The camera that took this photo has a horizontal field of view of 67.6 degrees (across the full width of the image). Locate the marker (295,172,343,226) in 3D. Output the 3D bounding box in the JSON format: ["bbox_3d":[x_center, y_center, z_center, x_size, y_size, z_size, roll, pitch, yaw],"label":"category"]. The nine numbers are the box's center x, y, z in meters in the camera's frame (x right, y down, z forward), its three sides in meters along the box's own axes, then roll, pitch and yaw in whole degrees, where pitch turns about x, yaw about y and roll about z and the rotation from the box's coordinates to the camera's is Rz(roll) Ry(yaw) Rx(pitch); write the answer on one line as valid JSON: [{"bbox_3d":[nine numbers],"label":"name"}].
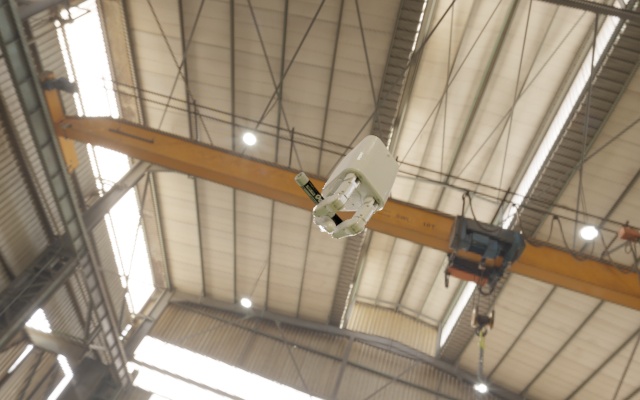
[{"bbox_3d":[0.000,0.003,0.805,0.020,0.121,0.020,-33,23,16],"label":"marker"}]
